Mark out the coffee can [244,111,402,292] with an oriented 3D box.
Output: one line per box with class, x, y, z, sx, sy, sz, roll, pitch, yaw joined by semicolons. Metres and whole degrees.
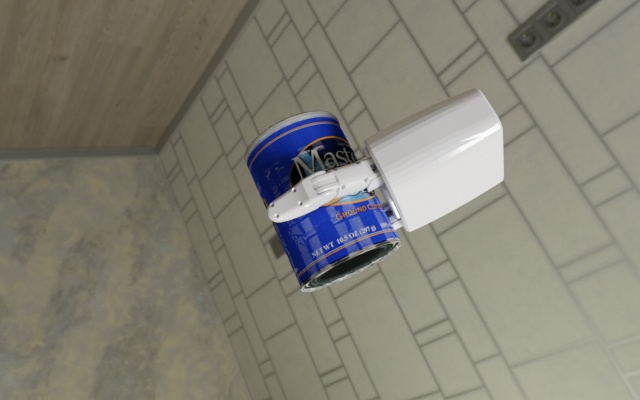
coffee can;0.000;0.001;0.457;0.103;0.140;0.103;-23;-17;-8
